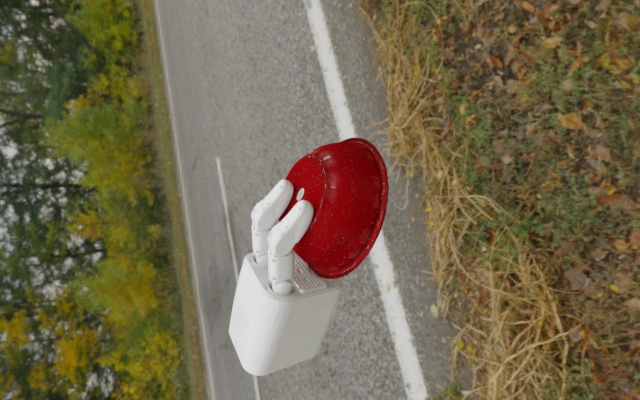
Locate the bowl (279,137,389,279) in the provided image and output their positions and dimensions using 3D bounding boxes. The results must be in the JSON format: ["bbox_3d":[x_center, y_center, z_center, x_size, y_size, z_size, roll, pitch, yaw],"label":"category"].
[{"bbox_3d":[0.000,0.000,0.521,0.055,0.162,0.162,16,-9,-32],"label":"bowl"}]
